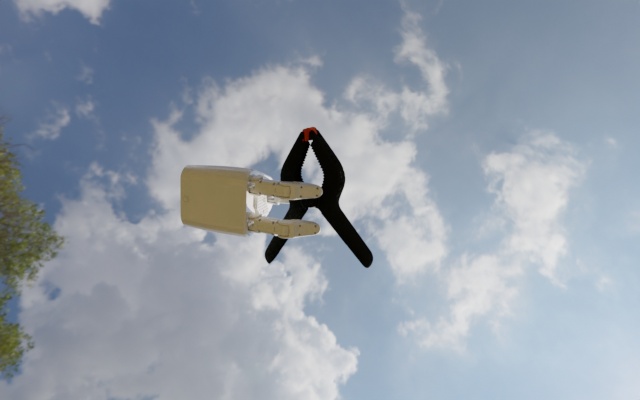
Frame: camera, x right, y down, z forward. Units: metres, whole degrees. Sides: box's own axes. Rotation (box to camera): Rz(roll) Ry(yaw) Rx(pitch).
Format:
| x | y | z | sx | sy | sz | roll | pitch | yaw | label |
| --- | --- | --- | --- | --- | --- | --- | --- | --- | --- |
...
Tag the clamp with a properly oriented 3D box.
| x | y | z | sx | sy | sz | roll | pitch | yaw | label |
| --- | --- | --- | --- | --- | --- | --- | --- | --- | --- |
| 0.000 | 0.002 | 0.685 | 0.164 | 0.210 | 0.036 | 7 | 14 | 14 | clamp |
